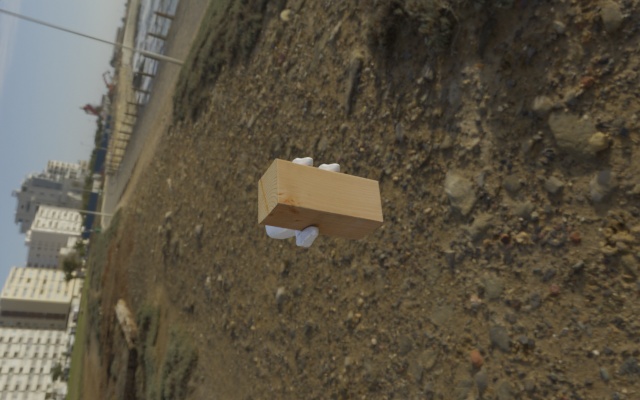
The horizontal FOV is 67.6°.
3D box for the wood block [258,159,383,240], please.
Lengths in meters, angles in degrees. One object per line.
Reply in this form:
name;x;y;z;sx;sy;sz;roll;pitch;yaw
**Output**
wood block;0.000;0.003;0.863;0.206;0.090;0.090;10;-30;-25
